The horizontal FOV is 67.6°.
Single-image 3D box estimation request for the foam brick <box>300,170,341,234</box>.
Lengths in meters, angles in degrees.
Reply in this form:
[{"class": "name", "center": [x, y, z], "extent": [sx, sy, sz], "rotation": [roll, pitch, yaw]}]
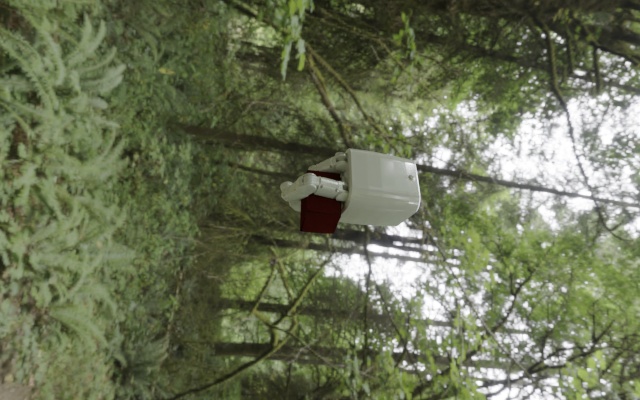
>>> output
[{"class": "foam brick", "center": [0.000, 0.003, 0.698], "extent": [0.051, 0.078, 0.053], "rotation": [8, -36, -10]}]
